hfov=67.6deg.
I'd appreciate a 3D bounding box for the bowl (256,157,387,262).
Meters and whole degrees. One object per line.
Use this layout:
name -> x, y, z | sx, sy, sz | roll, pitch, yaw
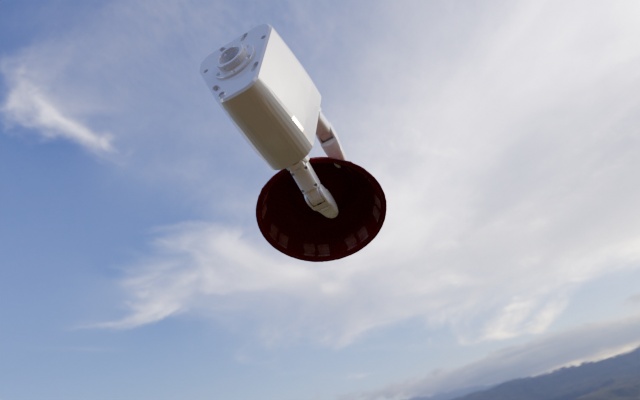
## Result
bowl -> 0.000, 0.003, 0.607 | 0.162, 0.162, 0.055 | 0, 36, -4
